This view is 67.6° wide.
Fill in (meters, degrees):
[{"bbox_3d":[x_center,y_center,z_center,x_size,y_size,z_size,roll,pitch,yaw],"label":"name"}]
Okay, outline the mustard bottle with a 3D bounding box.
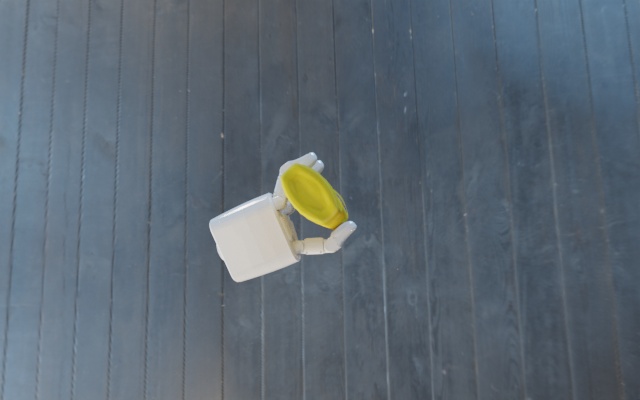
[{"bbox_3d":[0.000,0.002,0.740,0.096,0.058,0.191,45,1,12],"label":"mustard bottle"}]
